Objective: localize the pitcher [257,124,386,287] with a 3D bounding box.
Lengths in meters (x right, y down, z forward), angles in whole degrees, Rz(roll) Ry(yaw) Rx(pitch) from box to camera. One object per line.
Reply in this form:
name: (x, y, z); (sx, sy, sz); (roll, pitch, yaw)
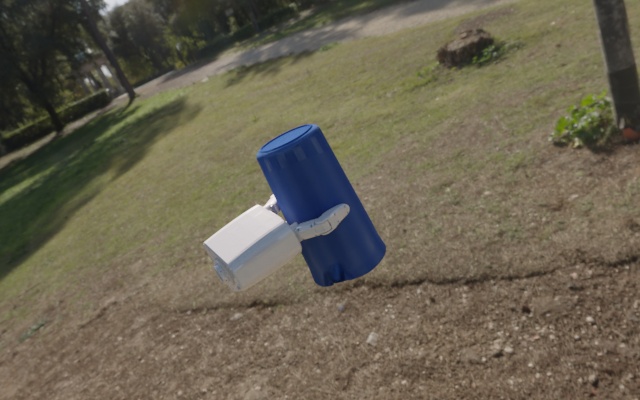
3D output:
pitcher: (0.000, 0.003, 0.772); (0.145, 0.243, 0.149); (-35, 20, -22)
